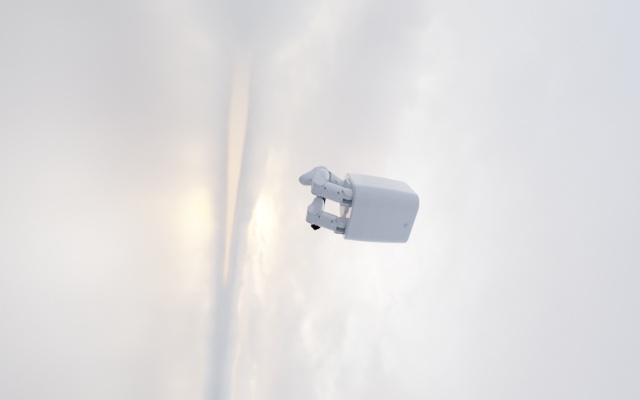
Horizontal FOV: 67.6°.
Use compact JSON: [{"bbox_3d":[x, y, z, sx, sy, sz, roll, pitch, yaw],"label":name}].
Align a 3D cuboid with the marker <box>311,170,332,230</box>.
[{"bbox_3d":[0.000,0.003,0.824,0.020,0.121,0.020,8,35,-5],"label":"marker"}]
